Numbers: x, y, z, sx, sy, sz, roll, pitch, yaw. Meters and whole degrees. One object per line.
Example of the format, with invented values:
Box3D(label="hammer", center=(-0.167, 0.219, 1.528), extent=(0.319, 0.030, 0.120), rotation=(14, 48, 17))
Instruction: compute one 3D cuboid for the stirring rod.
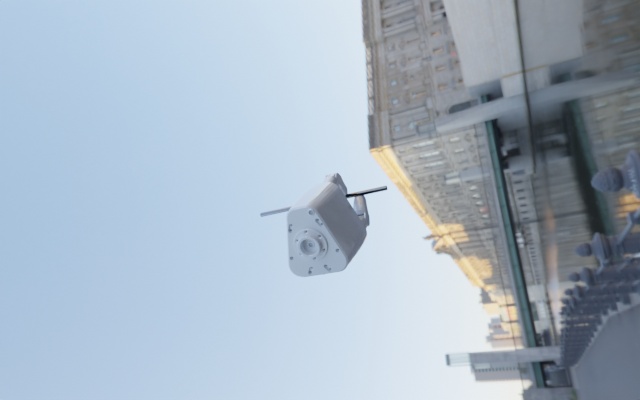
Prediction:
Box3D(label="stirring rod", center=(0.000, 0.003, 0.832), extent=(0.239, 0.011, 0.011), rotation=(-12, -5, 22))
